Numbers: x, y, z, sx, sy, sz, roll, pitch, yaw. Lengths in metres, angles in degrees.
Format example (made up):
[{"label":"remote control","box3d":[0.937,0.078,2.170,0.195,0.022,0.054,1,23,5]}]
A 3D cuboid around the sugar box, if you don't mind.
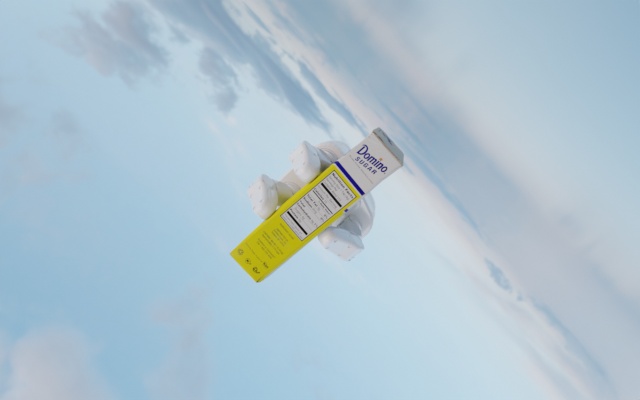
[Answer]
[{"label":"sugar box","box3d":[0.000,0.001,0.462,0.176,0.048,0.093,-42,1,14]}]
